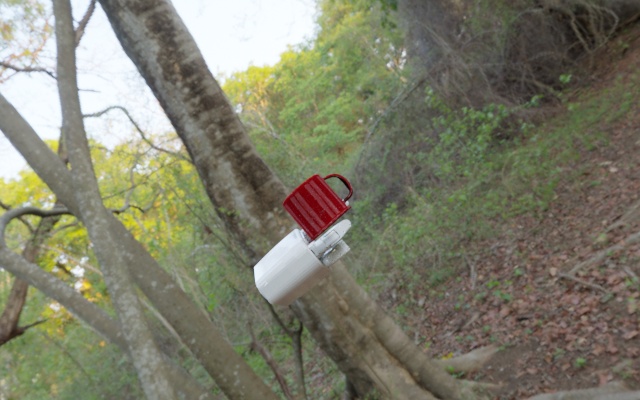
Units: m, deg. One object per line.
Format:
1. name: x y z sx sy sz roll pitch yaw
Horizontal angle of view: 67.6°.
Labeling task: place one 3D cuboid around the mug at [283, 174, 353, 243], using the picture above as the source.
1. mug: 0.001 0.002 0.803 0.117 0.081 0.093 -41 -4 0
